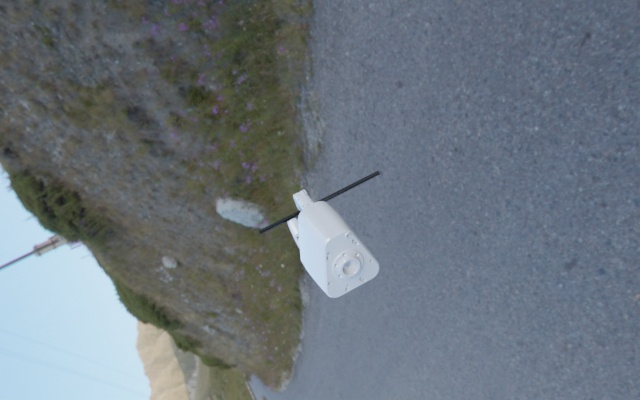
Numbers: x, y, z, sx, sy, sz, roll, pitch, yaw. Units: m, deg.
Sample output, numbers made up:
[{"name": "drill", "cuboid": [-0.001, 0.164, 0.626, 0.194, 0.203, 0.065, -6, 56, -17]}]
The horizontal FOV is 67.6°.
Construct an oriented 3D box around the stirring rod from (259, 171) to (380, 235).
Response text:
[{"name": "stirring rod", "cuboid": [0.000, 0.003, 0.847, 0.239, 0.011, 0.011, -27, 5, -10]}]
